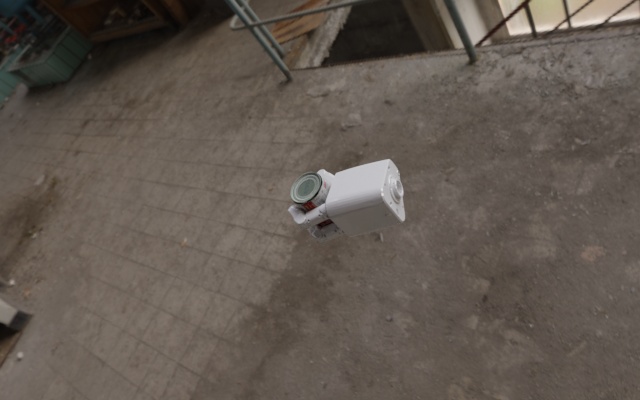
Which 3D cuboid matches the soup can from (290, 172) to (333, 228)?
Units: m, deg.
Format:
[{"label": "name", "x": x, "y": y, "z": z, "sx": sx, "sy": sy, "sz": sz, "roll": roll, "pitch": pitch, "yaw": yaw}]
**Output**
[{"label": "soup can", "x": 0.000, "y": 0.003, "z": 0.866, "sx": 0.068, "sy": 0.068, "sz": 0.102, "roll": 0, "pitch": -31, "yaw": 38}]
